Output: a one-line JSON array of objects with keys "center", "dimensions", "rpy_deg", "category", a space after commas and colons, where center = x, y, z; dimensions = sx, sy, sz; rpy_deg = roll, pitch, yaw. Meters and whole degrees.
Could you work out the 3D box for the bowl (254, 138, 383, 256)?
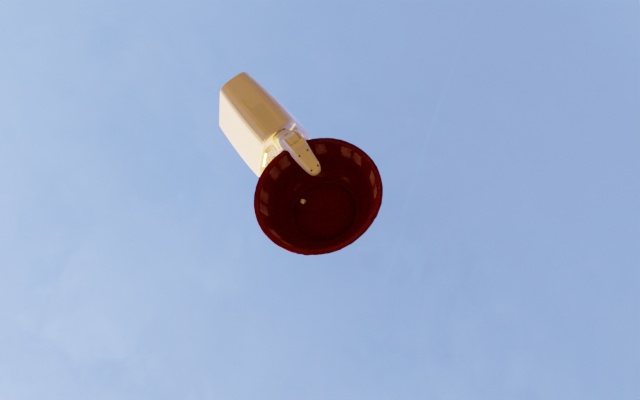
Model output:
[{"center": [0.001, 0.003, 0.606], "dimensions": [0.162, 0.162, 0.055], "rpy_deg": [0, -27, 12], "category": "bowl"}]
